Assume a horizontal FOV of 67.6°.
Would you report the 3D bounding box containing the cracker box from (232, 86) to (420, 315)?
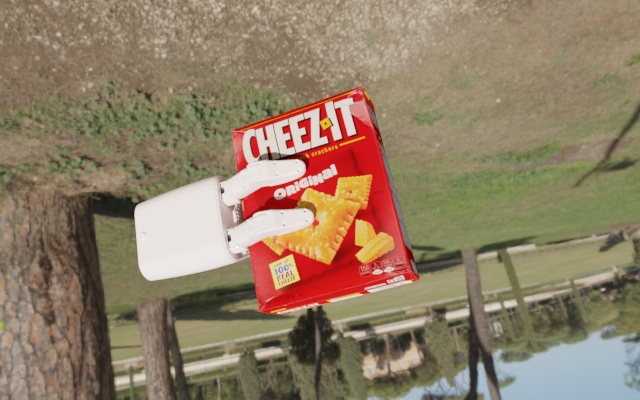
[{"bbox_3d":[0.000,0.002,0.527,0.164,0.213,0.072,-16,-19,12],"label":"cracker box"}]
